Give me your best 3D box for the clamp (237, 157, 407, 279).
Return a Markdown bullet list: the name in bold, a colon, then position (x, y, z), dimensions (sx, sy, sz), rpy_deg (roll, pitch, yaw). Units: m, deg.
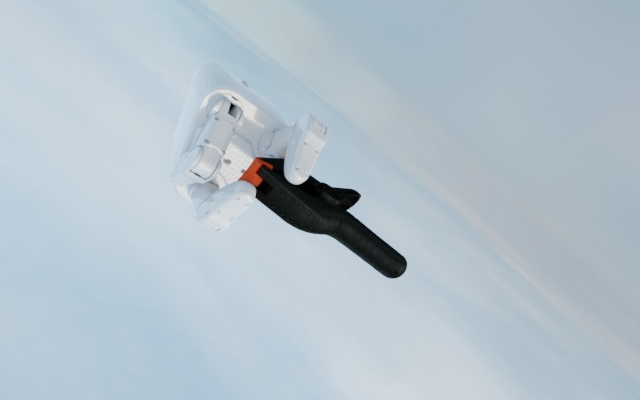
- **clamp**: position (0.000, 0.002, 0.435), dimensions (0.171, 0.039, 0.120), rpy_deg (33, 13, -31)
